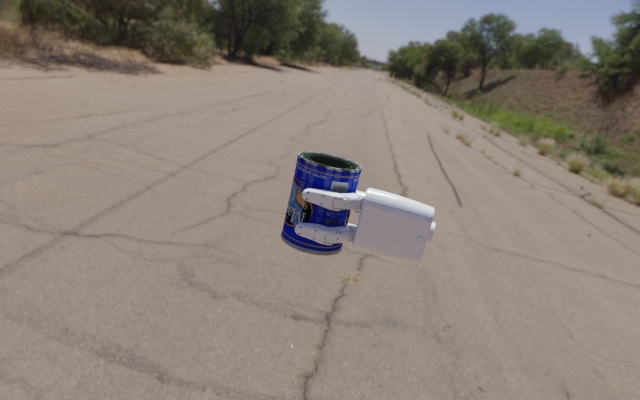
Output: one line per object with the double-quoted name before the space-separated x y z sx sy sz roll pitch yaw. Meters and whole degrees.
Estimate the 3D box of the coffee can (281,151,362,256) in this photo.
"coffee can" 0.000 0.003 0.761 0.103 0.140 0.102 12 16 -4
